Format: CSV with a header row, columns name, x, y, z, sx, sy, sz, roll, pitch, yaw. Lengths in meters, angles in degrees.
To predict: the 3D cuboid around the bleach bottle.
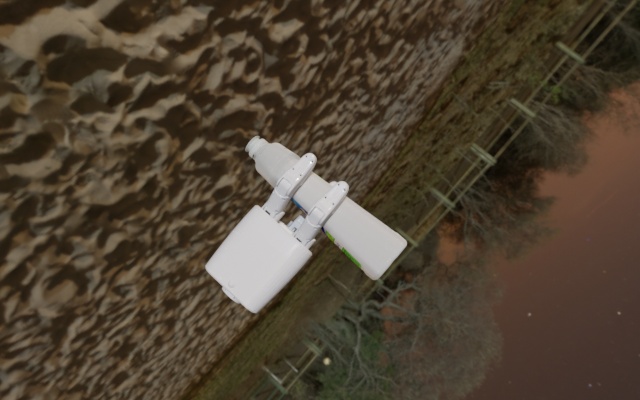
name,x,y,z,sx,sy,sz,roll,pitch,yaw
bleach bottle,0.000,0.002,0.651,0.251,0.068,0.102,40,-4,10
